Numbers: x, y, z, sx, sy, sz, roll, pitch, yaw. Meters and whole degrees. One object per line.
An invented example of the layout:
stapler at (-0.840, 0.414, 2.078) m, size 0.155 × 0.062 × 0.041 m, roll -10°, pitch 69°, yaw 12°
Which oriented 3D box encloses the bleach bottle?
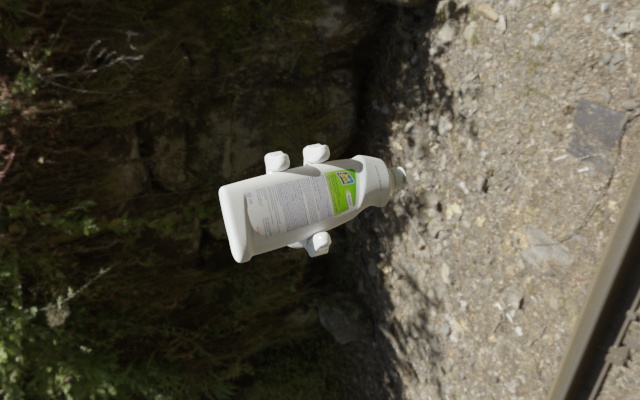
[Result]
bleach bottle at (0.000, 0.002, 0.635) m, size 0.251 × 0.102 × 0.068 m, roll -13°, pitch 5°, yaw -18°
